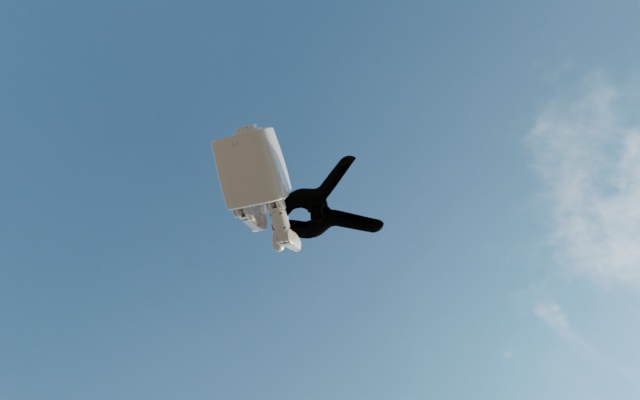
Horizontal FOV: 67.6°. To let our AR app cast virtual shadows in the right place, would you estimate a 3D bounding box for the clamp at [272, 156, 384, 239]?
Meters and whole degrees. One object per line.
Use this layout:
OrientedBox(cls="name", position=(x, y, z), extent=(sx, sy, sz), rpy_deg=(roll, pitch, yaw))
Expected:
OrientedBox(cls="clamp", position=(0.000, 0.002, 0.717), extent=(0.171, 0.120, 0.039), rpy_deg=(-11, 10, 18))
